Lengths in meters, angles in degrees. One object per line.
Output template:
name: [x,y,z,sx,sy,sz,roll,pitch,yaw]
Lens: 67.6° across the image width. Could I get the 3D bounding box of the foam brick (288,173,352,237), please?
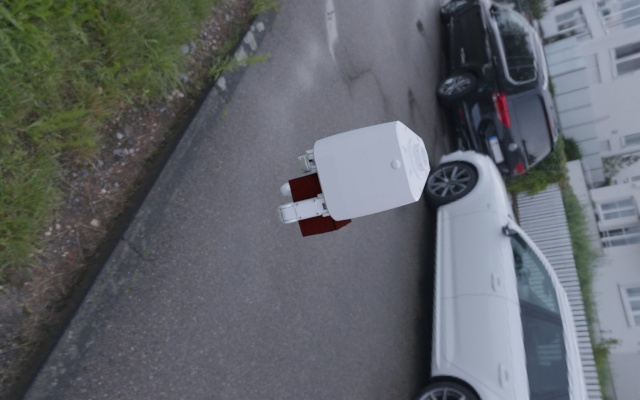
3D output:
foam brick: [0.000,0.002,0.618,0.051,0.078,0.053,-12,4,26]
